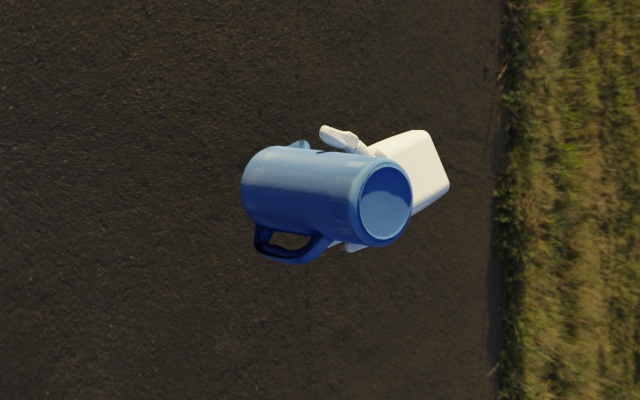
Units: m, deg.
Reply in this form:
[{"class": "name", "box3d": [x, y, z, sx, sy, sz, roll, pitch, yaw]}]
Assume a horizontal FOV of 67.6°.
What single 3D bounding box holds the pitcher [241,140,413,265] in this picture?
[{"class": "pitcher", "box3d": [0.000, 0.002, 0.653, 0.145, 0.149, 0.243, -23, 19, -34]}]
